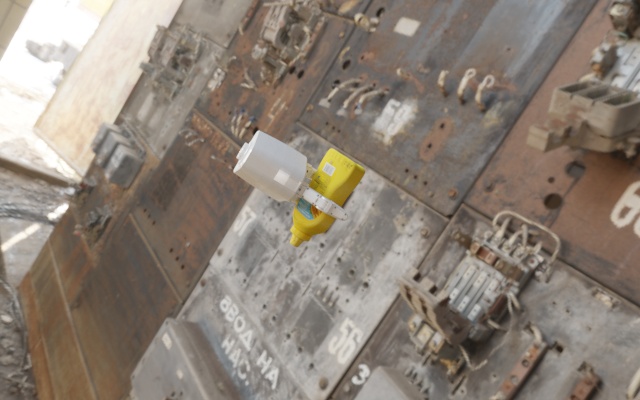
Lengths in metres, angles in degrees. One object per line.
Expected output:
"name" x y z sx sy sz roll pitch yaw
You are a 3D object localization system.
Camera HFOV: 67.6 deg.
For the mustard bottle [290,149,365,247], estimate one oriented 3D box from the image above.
"mustard bottle" 0.001 0.003 0.885 0.058 0.191 0.096 28 8 -39
